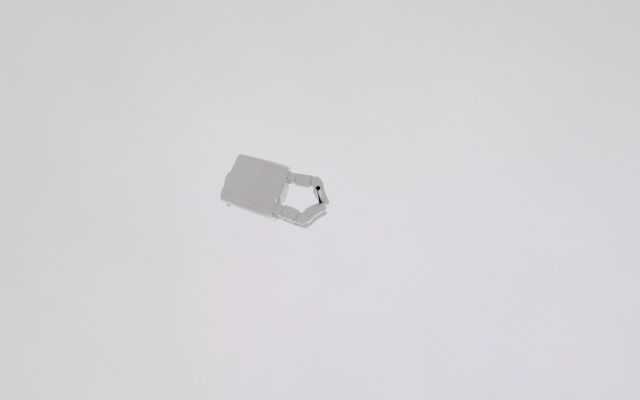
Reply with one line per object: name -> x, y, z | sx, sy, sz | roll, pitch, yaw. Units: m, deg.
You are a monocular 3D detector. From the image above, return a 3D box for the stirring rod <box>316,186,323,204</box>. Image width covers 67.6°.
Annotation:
stirring rod -> 0.000, 0.003, 0.895 | 0.011, 0.011, 0.239 | 0, -11, 2
